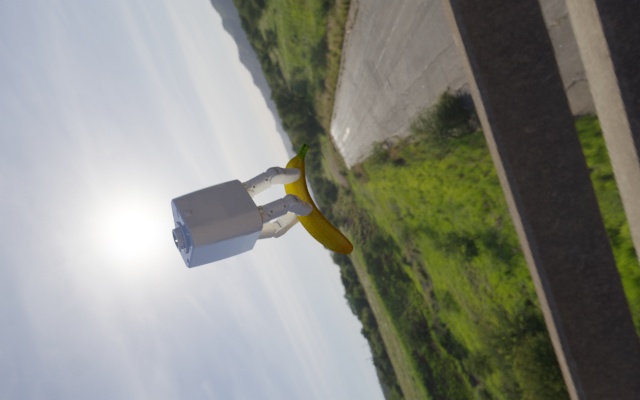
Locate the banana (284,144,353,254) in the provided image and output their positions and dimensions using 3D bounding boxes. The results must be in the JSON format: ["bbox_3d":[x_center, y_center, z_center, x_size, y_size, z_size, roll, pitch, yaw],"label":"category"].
[{"bbox_3d":[-0.015,0.008,0.777,0.070,0.197,0.037,-32,-14,32],"label":"banana"}]
